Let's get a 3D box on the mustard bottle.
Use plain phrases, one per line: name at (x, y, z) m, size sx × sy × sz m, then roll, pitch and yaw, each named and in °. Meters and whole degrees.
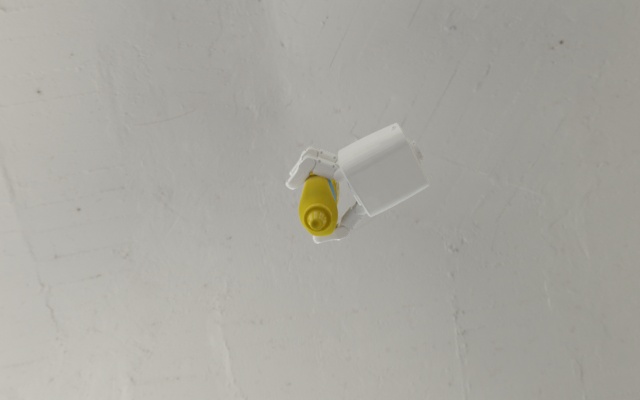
mustard bottle at (0.000, 0.002, 0.745) m, size 0.058 × 0.096 × 0.191 m, roll -4°, pitch 18°, yaw 4°
